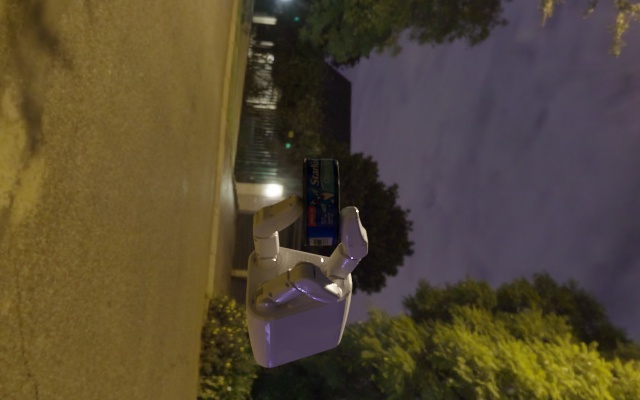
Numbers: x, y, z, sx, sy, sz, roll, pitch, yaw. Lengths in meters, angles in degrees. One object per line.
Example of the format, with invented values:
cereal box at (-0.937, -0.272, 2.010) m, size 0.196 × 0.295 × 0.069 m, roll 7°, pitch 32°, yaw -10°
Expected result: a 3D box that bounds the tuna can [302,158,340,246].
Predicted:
tuna can at (0.001, 0.001, 0.466) m, size 0.034 × 0.086 × 0.086 m, roll 0°, pitch 0°, yaw -1°
